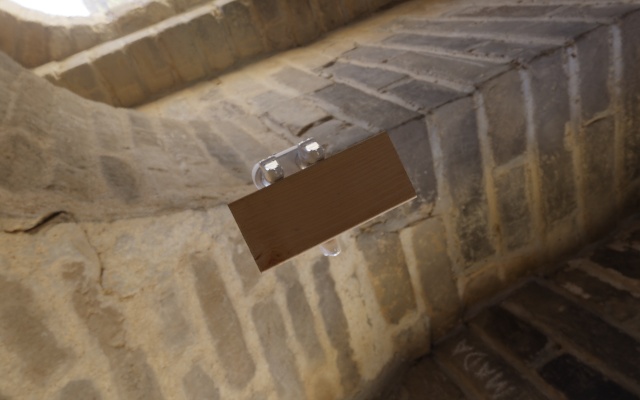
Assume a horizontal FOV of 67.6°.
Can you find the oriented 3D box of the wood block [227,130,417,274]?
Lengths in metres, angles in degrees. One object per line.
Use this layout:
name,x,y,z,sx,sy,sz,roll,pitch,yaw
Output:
wood block,0.000,0.002,0.595,0.206,0.091,0.090,-26,1,-8
